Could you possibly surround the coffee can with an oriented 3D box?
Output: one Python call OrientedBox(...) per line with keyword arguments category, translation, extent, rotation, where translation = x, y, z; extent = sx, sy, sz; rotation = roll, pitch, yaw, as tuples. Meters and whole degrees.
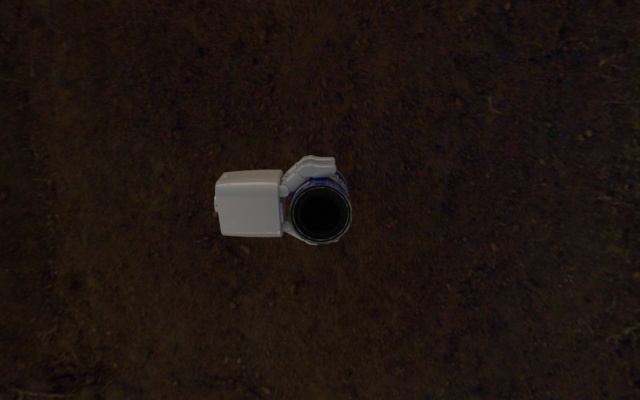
OrientedBox(category="coffee can", translation=(0.000, 0.003, 0.828), extent=(0.103, 0.103, 0.140), rotation=(0, 17, 0))
